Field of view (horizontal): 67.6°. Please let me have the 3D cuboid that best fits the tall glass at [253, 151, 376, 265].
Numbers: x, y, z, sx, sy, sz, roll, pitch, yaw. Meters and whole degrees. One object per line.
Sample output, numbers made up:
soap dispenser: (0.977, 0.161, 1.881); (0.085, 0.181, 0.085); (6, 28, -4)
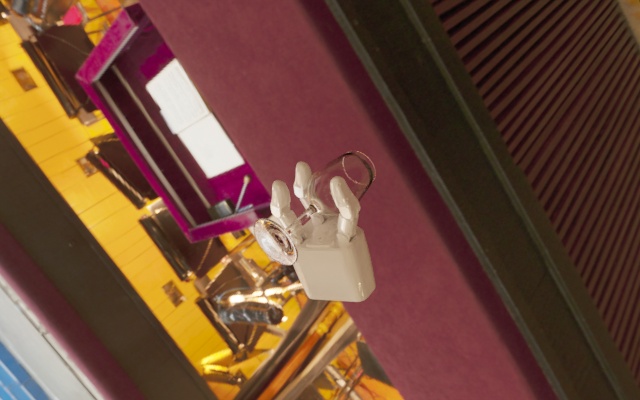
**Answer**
tall glass: (0.000, 0.002, 0.675); (0.079, 0.079, 0.201); (0, 32, 44)
